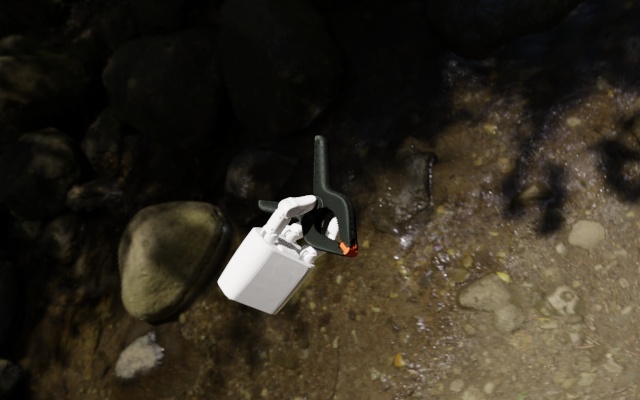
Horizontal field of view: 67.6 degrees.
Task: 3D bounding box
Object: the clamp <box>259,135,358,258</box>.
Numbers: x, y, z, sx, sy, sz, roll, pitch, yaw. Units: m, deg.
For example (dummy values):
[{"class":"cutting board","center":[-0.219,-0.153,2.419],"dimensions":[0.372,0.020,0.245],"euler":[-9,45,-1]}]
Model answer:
[{"class":"clamp","center":[0.000,0.003,0.748],"dimensions":[0.036,0.164,0.210],"euler":[24,16,-50]}]
